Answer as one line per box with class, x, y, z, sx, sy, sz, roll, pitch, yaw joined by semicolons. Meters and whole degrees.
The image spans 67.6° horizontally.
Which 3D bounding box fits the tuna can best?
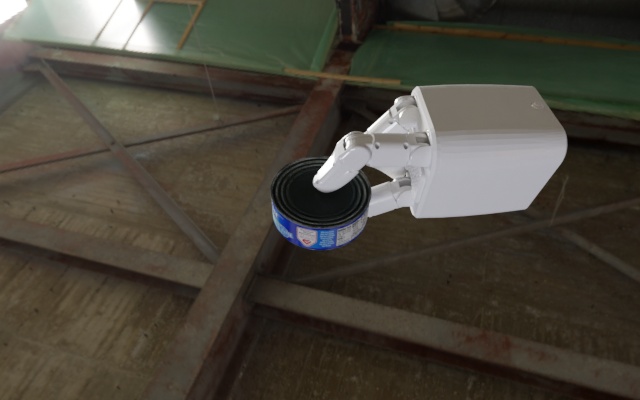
tuna can;0.000;0.002;0.415;0.086;0.086;0.034;0;-44;-2
